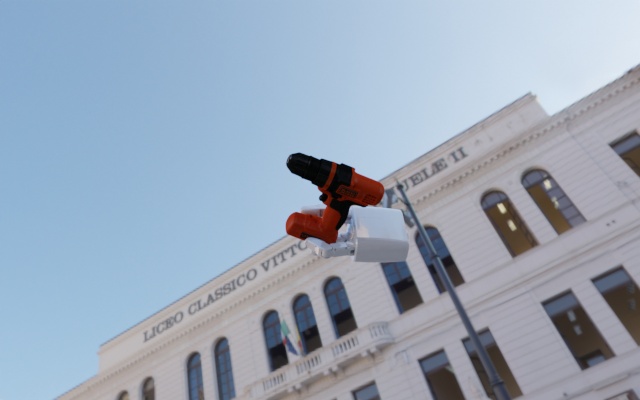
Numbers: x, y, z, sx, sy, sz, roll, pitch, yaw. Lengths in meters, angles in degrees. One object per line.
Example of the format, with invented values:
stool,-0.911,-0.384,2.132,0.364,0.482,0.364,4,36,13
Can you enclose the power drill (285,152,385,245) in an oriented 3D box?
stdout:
power drill,0.000,0.003,0.889,0.184,0.057,0.188,22,-44,-11
